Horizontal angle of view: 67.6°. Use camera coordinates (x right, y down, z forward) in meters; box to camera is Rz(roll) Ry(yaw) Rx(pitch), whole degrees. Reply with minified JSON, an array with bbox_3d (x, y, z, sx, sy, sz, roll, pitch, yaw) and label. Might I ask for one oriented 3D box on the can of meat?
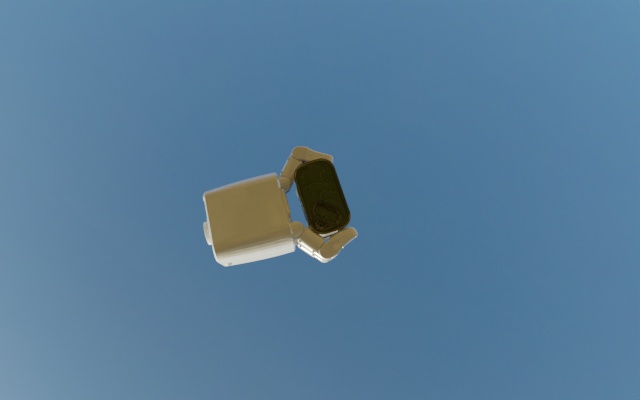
[{"bbox_3d":[0.000,0.002,0.678,0.057,0.102,0.084,-18,-11,-7],"label":"can of meat"}]
